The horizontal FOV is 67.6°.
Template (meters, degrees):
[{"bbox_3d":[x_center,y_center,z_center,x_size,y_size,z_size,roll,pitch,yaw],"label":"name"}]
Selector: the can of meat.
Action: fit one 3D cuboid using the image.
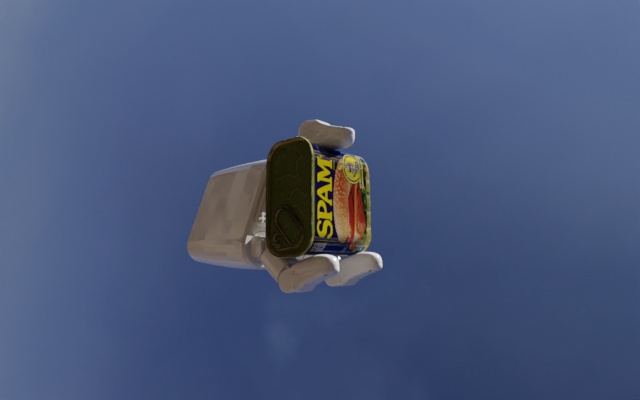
[{"bbox_3d":[0.000,0.001,0.434,0.057,0.102,0.084,-8,-11,43],"label":"can of meat"}]
